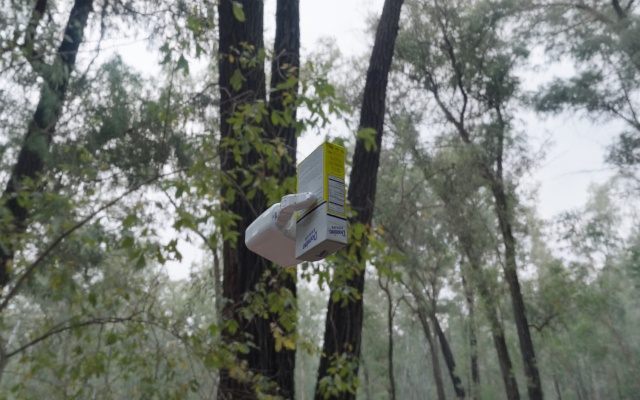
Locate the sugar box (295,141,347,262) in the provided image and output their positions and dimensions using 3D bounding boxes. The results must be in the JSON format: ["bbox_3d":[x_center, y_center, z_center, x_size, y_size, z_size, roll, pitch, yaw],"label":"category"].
[{"bbox_3d":[0.001,0.003,0.766,0.048,0.176,0.093,14,-31,-29],"label":"sugar box"}]
